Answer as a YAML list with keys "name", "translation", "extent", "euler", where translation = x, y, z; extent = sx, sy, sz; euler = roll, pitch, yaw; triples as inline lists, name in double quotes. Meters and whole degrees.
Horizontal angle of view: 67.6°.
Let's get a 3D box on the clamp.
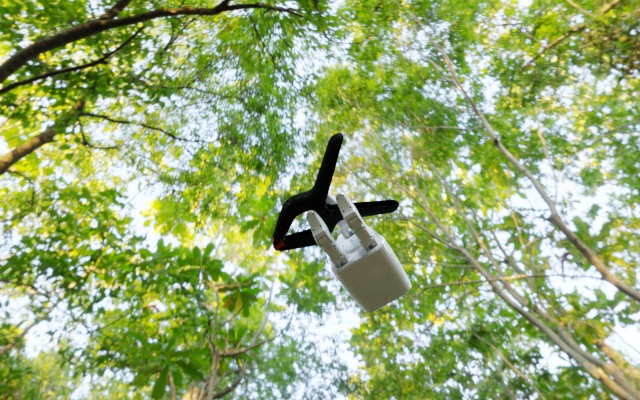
- name: "clamp"
  translation: [0.000, 0.003, 0.762]
  extent: [0.210, 0.165, 0.036]
  euler: [-32, 23, 7]
